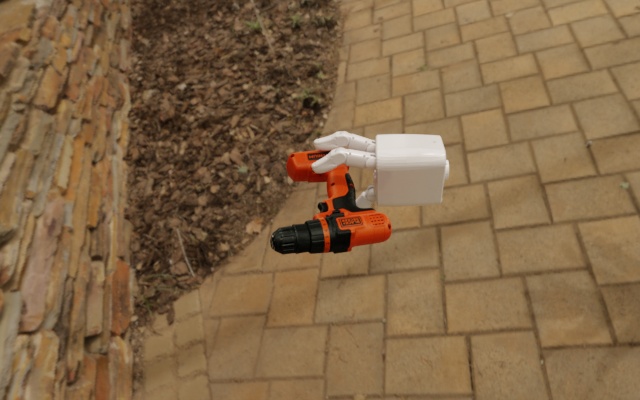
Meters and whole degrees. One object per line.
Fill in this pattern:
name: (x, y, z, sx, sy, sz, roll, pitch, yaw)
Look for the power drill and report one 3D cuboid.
power drill: (0.000, 0.002, 0.755, 0.184, 0.187, 0.057, -5, -41, -15)
